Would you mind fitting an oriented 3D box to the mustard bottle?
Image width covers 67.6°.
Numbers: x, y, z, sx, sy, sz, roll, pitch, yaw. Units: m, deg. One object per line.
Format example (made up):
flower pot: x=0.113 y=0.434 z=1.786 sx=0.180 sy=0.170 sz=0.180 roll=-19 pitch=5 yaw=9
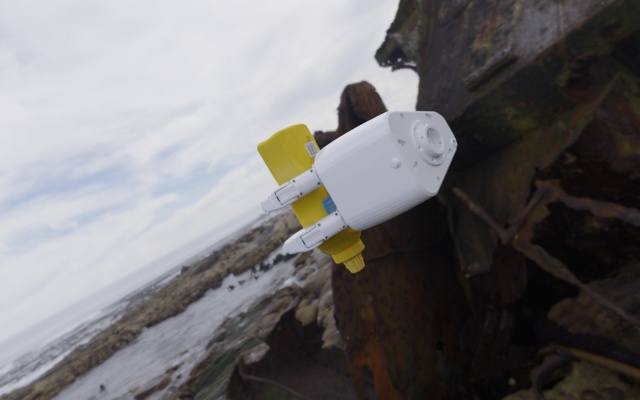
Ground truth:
mustard bottle: x=0.000 y=0.002 z=0.582 sx=0.058 sy=0.191 sz=0.096 roll=-29 pitch=3 yaw=21
